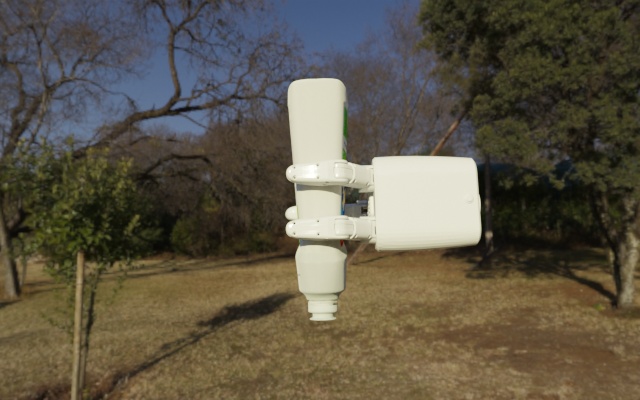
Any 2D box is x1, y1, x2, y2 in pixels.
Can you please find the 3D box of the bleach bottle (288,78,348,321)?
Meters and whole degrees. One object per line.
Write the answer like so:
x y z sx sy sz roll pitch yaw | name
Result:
0.000 0.002 0.527 0.068 0.251 0.102 -2 -8 3 | bleach bottle
